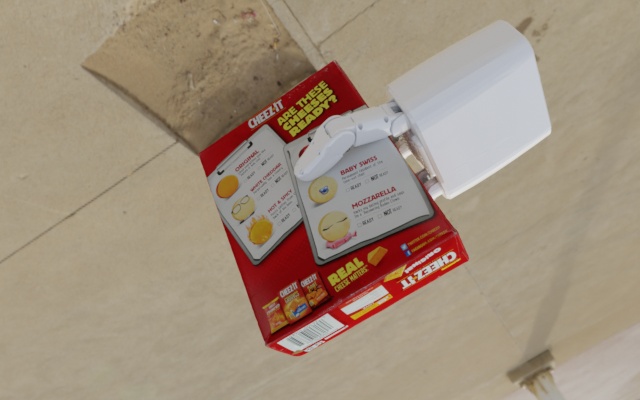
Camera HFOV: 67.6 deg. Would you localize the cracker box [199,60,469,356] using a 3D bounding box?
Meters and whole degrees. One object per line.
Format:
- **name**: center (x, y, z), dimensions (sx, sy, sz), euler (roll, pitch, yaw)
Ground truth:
- **cracker box**: center (0.000, 0.001, 0.423), dimensions (0.164, 0.213, 0.072), euler (-33, -35, 7)
